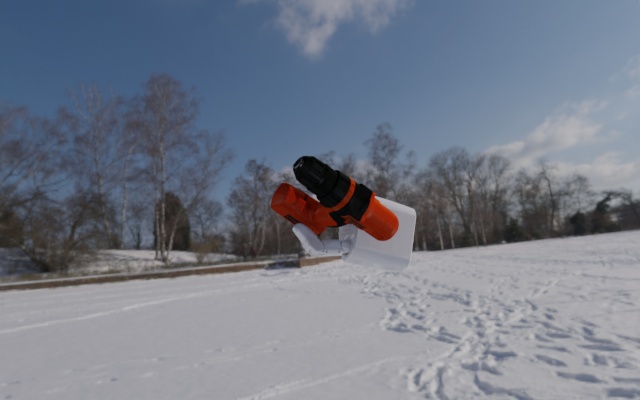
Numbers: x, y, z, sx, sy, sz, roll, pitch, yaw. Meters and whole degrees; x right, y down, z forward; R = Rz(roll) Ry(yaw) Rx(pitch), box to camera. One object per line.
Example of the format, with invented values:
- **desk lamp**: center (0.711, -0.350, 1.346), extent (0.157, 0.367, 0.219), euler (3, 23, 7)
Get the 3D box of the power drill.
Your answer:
- **power drill**: center (0.000, 0.002, 0.717), extent (0.184, 0.057, 0.187), euler (37, -20, -25)
